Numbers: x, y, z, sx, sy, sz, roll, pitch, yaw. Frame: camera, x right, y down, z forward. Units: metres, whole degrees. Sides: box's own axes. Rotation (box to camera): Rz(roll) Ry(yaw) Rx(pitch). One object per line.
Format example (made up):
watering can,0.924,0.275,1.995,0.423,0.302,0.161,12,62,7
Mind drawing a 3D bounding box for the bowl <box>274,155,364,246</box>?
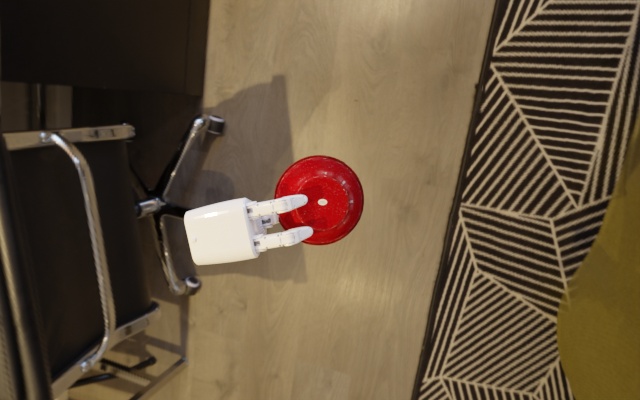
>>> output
bowl,0.001,0.002,0.822,0.162,0.162,0.055,0,5,-5
